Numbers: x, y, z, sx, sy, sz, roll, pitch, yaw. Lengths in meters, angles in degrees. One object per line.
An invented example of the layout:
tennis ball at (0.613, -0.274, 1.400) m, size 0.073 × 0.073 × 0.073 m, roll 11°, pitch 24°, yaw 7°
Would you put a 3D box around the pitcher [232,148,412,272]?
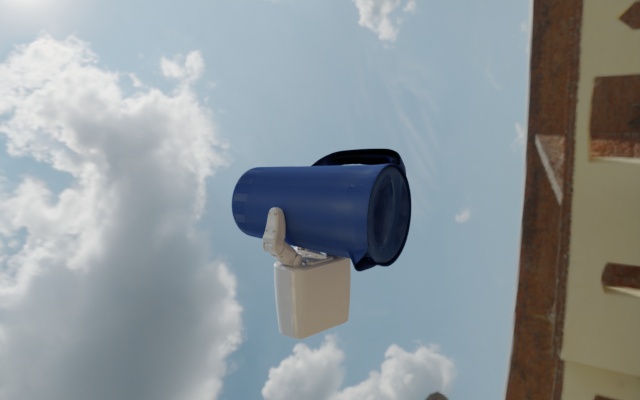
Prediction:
pitcher at (0.000, 0.002, 0.678) m, size 0.243 × 0.145 × 0.149 m, roll 6°, pitch 13°, yaw 33°
